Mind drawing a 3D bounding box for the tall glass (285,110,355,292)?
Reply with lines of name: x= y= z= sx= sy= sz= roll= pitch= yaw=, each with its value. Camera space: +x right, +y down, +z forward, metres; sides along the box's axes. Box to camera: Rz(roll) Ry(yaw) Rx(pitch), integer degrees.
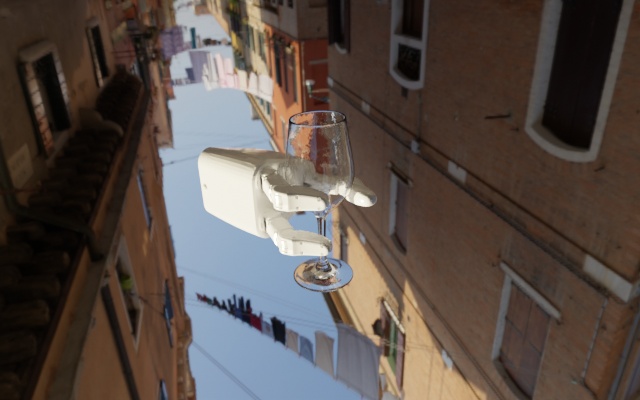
tall glass: x=0.000 y=0.002 z=0.550 sx=0.079 sy=0.201 sz=0.079 roll=-1 pitch=26 yaw=1
